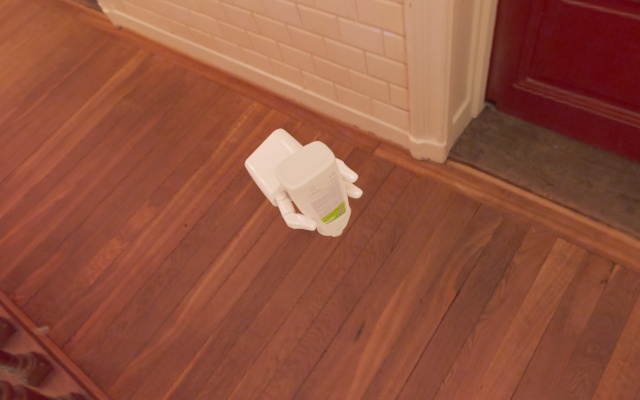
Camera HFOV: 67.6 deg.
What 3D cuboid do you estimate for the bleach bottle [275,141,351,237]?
[{"bbox_3d":[0.000,0.003,0.876,0.102,0.068,0.251,-35,-32,-8],"label":"bleach bottle"}]
